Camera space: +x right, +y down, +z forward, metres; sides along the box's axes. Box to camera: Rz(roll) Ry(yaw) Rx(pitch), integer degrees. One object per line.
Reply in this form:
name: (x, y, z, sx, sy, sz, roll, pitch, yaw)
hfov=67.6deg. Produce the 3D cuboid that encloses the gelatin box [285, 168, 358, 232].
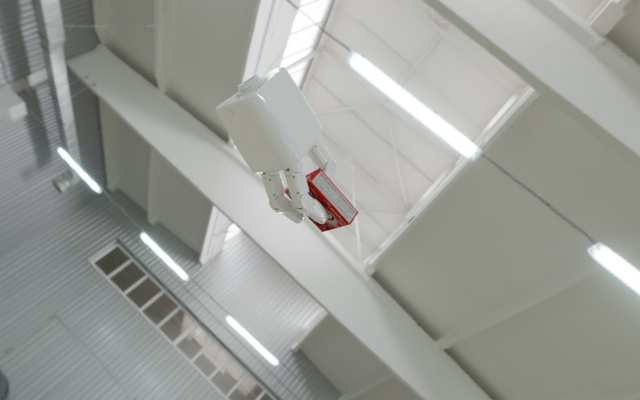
gelatin box: (0.001, 0.002, 0.691, 0.073, 0.089, 0.030, -21, 26, 55)
